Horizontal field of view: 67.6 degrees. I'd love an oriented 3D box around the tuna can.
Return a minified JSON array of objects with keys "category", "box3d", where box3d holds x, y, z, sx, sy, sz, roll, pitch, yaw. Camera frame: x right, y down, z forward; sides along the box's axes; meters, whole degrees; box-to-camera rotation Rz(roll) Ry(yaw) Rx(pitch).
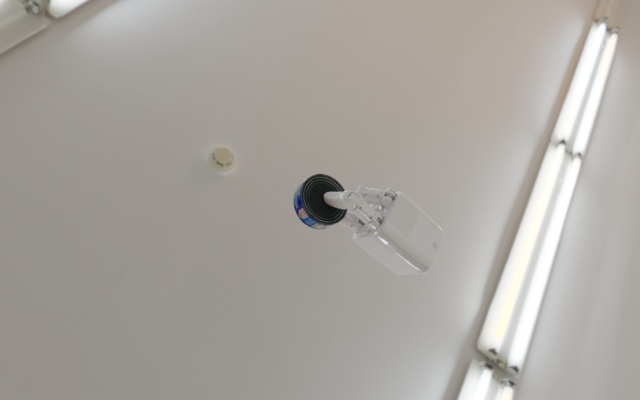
[{"category":"tuna can","box3d":[0.000,0.003,0.770,0.086,0.086,0.034,0,-19,-31]}]
